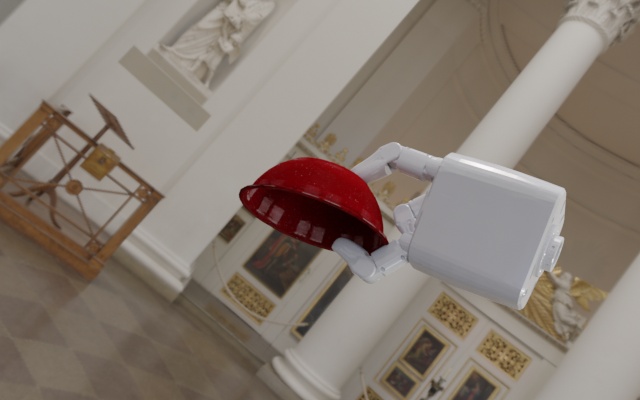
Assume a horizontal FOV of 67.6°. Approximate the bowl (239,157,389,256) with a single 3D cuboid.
[{"bbox_3d":[-0.001,0.001,0.498,0.162,0.055,0.162,18,-20,7],"label":"bowl"}]
